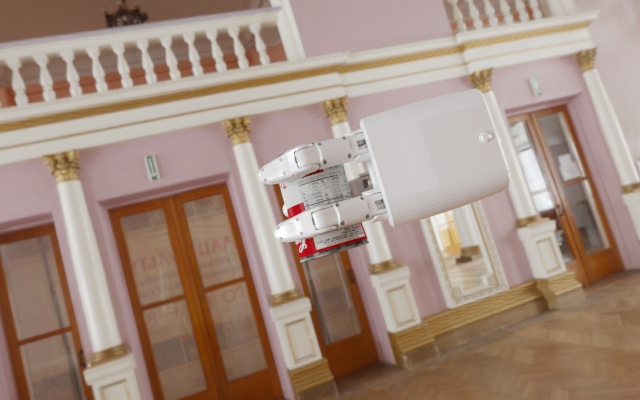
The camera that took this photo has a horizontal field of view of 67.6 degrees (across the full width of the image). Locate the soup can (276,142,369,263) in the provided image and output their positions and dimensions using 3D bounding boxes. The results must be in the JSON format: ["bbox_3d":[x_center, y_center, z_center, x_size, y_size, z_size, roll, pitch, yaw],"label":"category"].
[{"bbox_3d":[0.000,0.001,0.459,0.068,0.102,0.068,-16,-6,-2],"label":"soup can"}]
